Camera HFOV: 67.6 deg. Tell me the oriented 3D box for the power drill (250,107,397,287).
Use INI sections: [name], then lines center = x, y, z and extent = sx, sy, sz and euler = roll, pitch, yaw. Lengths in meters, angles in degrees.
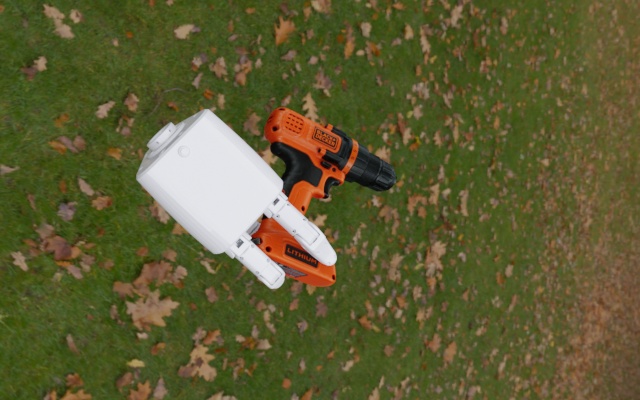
[power drill]
center = 0.000, 0.002, 0.567
extent = 0.184, 0.187, 0.057
euler = 24, -25, -20
